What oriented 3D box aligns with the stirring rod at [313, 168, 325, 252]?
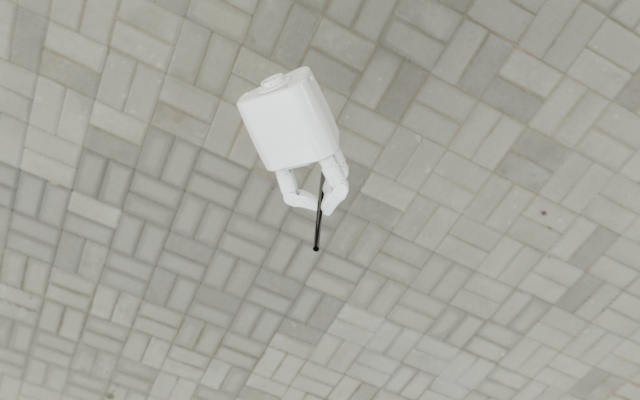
[{"bbox_3d":[0.000,0.002,0.705,0.011,0.011,0.239,0,29,3],"label":"stirring rod"}]
